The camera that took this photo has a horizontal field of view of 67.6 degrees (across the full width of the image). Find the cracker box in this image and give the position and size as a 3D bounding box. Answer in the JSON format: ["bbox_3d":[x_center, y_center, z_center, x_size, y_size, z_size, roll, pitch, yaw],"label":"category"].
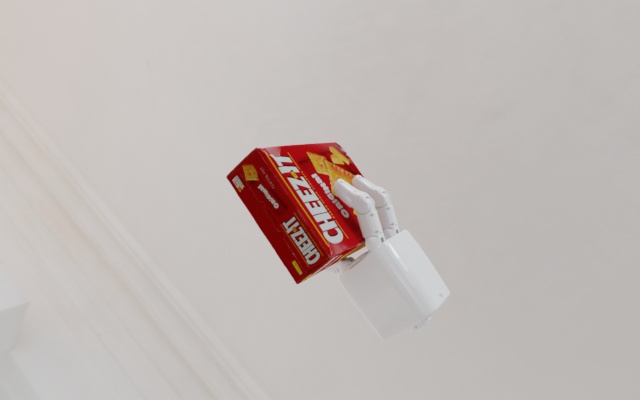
[{"bbox_3d":[0.000,0.002,0.656,0.072,0.164,0.213,-41,-13,28],"label":"cracker box"}]
